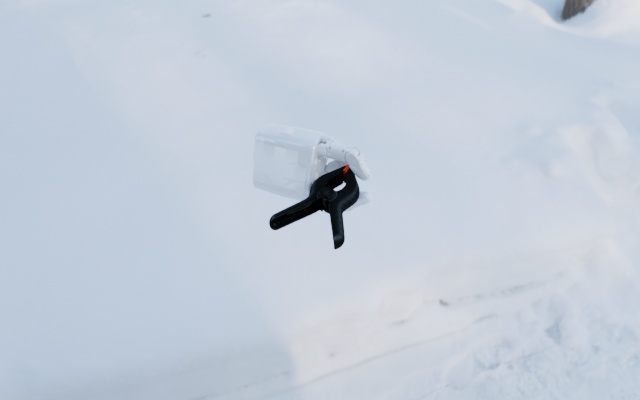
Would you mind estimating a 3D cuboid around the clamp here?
[{"bbox_3d":[0.000,0.002,0.737,0.120,0.039,0.171,13,42,14],"label":"clamp"}]
